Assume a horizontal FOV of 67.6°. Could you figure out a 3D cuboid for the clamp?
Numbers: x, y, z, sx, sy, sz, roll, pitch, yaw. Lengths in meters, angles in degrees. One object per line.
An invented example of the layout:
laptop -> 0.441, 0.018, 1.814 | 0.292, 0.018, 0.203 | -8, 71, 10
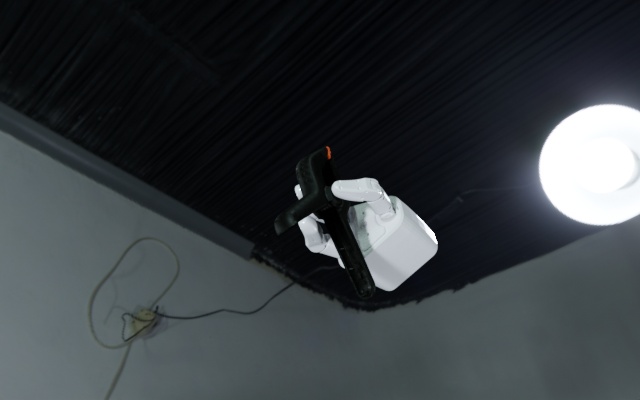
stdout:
clamp -> 0.001, 0.001, 0.582 | 0.036, 0.209, 0.165 | -30, -45, 23
